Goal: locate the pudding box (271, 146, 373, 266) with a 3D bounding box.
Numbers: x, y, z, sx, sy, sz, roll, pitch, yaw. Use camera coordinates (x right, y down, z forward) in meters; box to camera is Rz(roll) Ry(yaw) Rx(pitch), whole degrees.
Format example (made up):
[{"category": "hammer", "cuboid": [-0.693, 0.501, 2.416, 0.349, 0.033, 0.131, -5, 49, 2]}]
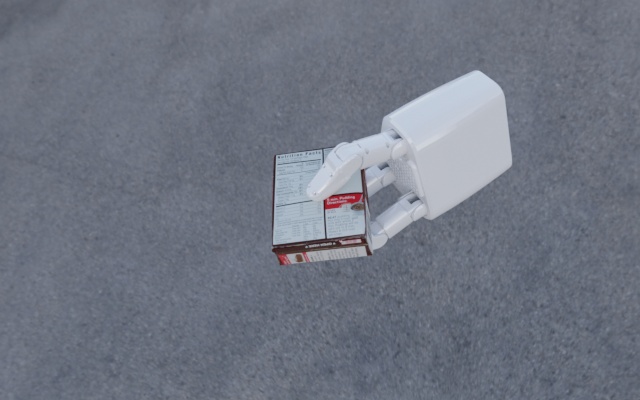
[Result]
[{"category": "pudding box", "cuboid": [0.000, 0.001, 0.459, 0.090, 0.113, 0.039, -8, -37, 9]}]
